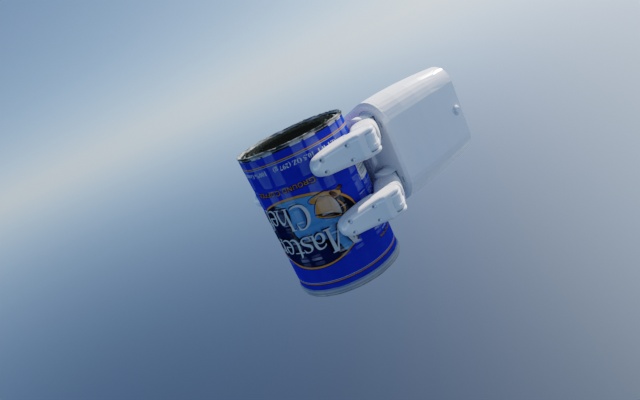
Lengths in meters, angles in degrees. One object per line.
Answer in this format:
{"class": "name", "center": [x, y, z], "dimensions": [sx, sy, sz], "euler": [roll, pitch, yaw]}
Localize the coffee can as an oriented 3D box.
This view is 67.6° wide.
{"class": "coffee can", "center": [0.000, 0.002, 0.441], "dimensions": [0.103, 0.140, 0.102], "euler": [-23, 16, 7]}
